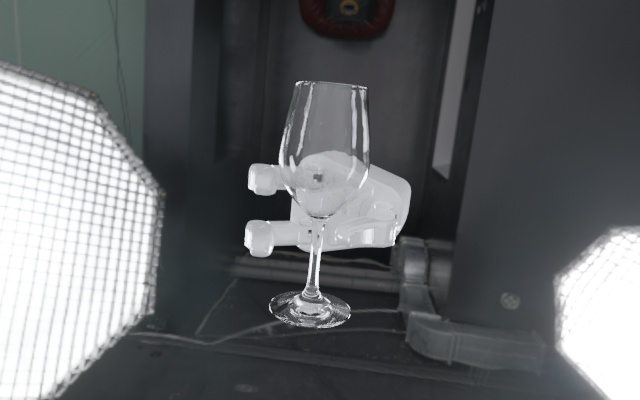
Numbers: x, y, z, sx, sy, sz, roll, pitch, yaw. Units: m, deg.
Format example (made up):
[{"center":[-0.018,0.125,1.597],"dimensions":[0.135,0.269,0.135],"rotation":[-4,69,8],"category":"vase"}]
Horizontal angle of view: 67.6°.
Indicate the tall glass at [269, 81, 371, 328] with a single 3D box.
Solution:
[{"center":[0.000,0.002,0.415],"dimensions":[0.079,0.201,0.079],"rotation":[5,12,-1],"category":"tall glass"}]
